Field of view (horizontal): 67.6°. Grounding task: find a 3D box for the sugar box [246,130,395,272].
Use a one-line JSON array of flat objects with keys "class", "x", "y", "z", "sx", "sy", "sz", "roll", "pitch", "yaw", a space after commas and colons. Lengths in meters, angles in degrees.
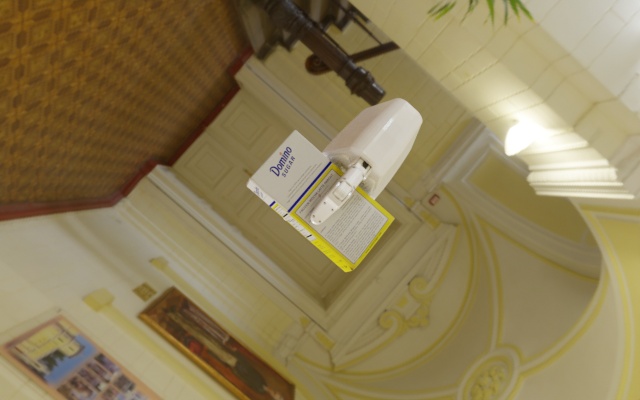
[{"class": "sugar box", "x": 0.000, "y": 0.002, "z": 0.624, "sx": 0.176, "sy": 0.093, "sz": 0.048, "roll": 41, "pitch": -19, "yaw": -2}]
